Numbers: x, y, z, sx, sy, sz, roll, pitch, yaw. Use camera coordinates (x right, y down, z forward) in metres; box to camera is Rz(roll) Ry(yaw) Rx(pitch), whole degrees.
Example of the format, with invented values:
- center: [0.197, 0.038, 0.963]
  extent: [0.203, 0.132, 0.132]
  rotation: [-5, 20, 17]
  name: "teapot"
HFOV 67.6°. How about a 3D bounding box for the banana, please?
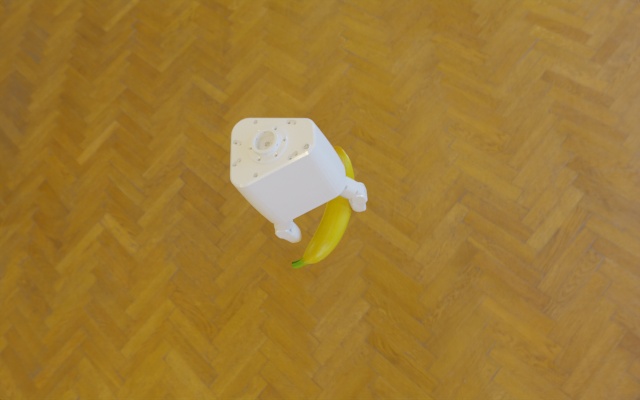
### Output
- center: [0.015, 0.008, 0.690]
  extent: [0.069, 0.197, 0.037]
  rotation: [11, -19, 30]
  name: "banana"
